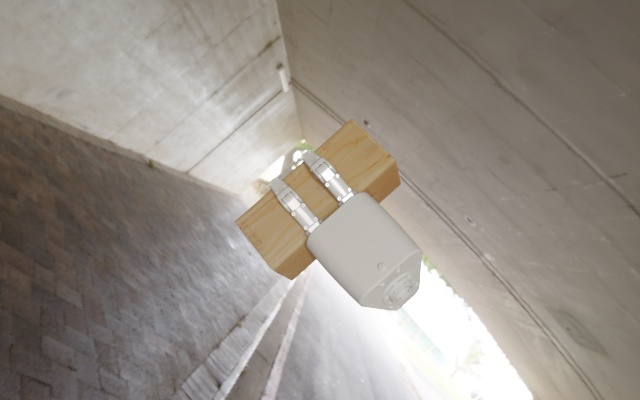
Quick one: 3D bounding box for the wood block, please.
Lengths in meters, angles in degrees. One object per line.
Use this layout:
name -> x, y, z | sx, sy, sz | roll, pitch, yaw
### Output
wood block -> 0.001, 0.002, 0.649 | 0.206, 0.090, 0.091 | -41, -23, -2
